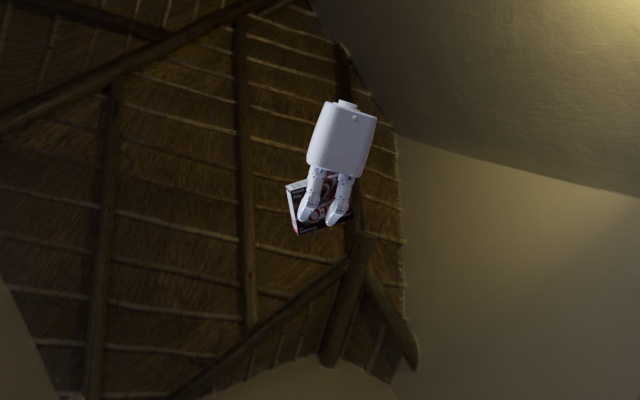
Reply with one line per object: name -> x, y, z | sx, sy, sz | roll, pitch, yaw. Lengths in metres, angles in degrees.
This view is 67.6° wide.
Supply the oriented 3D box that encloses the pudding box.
pudding box -> 0.000, 0.003, 0.855 | 0.113, 0.090, 0.039 | -15, 25, -13
